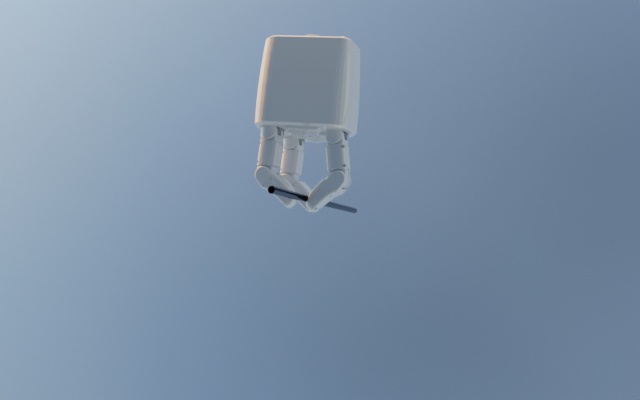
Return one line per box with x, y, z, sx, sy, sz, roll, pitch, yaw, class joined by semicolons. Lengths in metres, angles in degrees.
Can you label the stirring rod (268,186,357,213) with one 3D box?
0.000;0.002;0.588;0.011;0.011;0.239;0;-6;24;stirring rod
